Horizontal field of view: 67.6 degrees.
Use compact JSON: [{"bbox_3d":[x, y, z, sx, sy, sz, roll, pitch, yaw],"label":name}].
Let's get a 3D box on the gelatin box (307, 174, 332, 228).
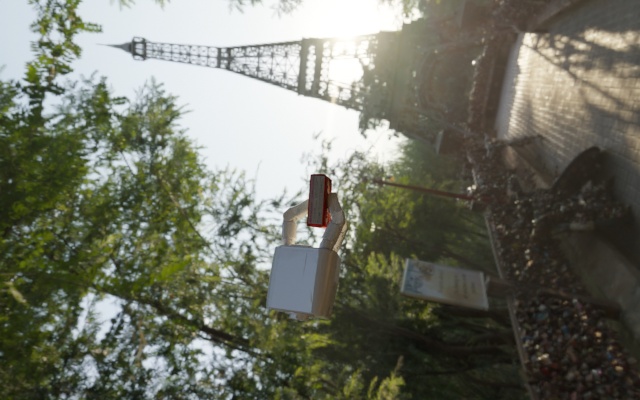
[{"bbox_3d":[0.000,0.002,0.817,0.030,0.089,0.073,2,-4,10],"label":"gelatin box"}]
